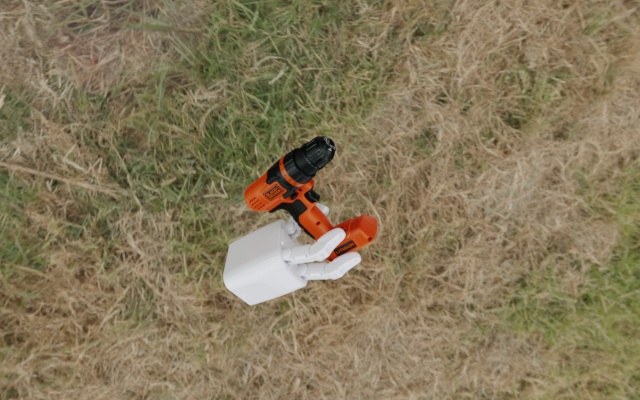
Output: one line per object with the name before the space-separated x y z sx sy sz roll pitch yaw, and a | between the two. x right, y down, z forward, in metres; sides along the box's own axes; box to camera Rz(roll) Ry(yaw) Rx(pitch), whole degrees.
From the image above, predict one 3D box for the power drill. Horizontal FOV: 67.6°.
power drill | 0.000 0.003 0.733 0.188 0.057 0.184 43 -50 -19
